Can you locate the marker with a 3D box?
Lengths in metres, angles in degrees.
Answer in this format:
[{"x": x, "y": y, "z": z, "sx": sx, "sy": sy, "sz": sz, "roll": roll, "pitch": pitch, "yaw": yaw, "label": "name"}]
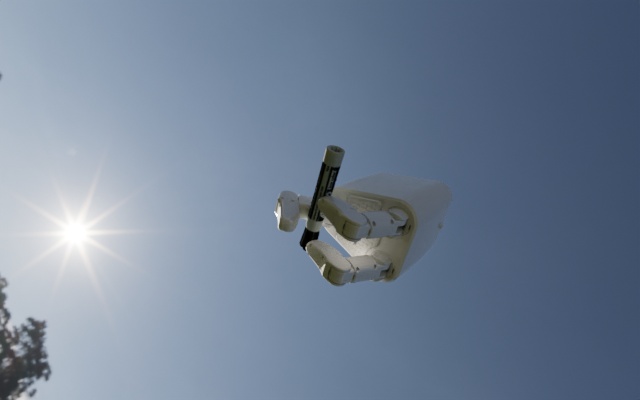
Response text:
[{"x": 0.000, "y": 0.002, "z": 0.488, "sx": 0.020, "sy": 0.121, "sz": 0.020, "roll": 12, "pitch": 28, "yaw": -7, "label": "marker"}]
